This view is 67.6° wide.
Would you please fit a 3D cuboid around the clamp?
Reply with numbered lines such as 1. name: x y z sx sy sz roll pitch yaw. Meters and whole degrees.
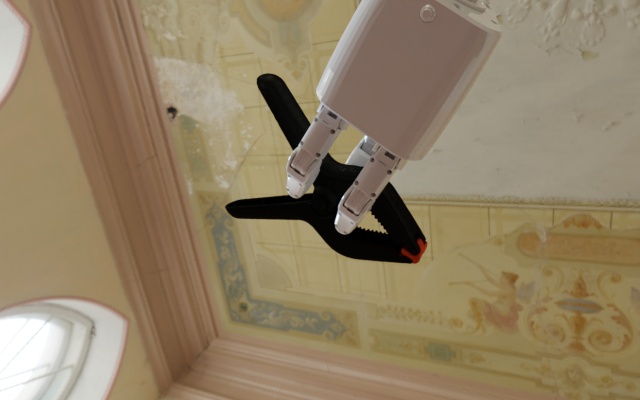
1. clamp: 0.001 0.001 0.456 0.210 0.165 0.036 37 38 9
